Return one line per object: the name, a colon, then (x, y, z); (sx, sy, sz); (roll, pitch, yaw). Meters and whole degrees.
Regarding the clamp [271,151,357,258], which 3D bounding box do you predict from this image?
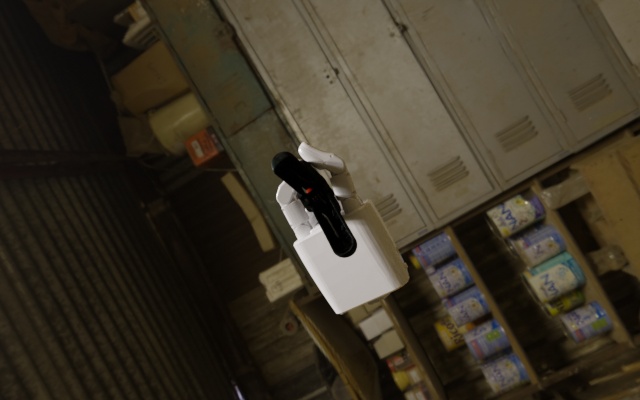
clamp: (0.000, 0.002, 0.522); (0.039, 0.120, 0.171); (-30, 0, 8)
